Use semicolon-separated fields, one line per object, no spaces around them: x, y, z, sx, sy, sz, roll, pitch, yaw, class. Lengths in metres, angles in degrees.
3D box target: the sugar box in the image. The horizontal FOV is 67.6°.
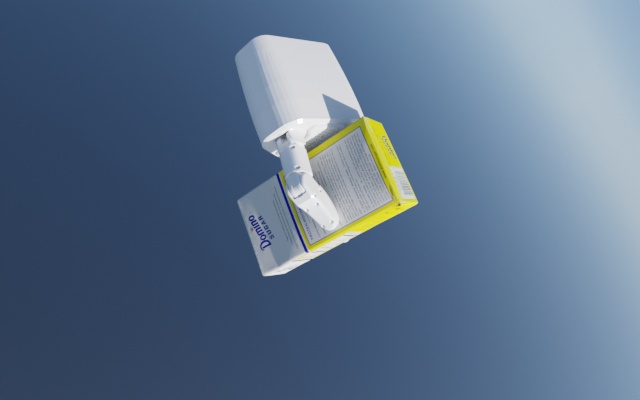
0.000;0.001;0.488;0.176;0.093;0.048;-31;-18;31;sugar box
